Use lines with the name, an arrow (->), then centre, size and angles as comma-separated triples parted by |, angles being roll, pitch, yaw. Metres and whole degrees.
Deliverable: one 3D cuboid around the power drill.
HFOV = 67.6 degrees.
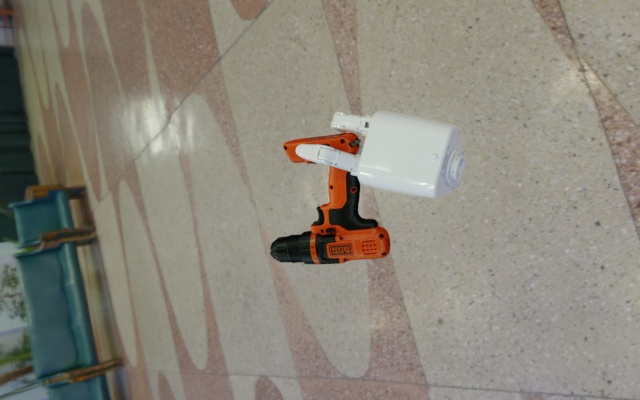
power drill -> 0.000, 0.002, 0.691 | 0.184, 0.188, 0.057 | -6, 13, 17
